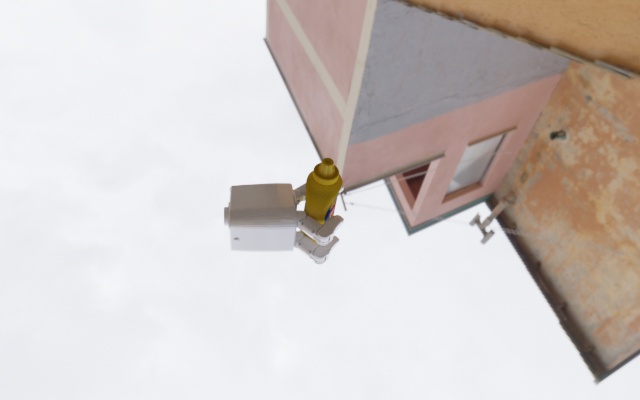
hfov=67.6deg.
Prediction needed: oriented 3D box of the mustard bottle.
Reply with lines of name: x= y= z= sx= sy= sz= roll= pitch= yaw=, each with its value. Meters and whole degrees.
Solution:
mustard bottle: x=0.000 y=0.003 z=0.800 sx=0.058 sy=0.096 sz=0.192 roll=18 pitch=-41 yaw=8
